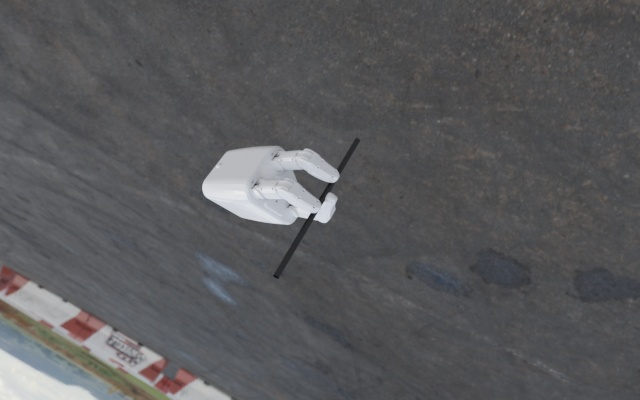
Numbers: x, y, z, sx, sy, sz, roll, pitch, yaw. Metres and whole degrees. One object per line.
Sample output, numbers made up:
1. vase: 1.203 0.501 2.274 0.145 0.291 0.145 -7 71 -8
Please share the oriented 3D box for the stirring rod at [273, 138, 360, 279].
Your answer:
1. stirring rod: 0.000 0.002 0.634 0.011 0.239 0.011 23 -30 14
